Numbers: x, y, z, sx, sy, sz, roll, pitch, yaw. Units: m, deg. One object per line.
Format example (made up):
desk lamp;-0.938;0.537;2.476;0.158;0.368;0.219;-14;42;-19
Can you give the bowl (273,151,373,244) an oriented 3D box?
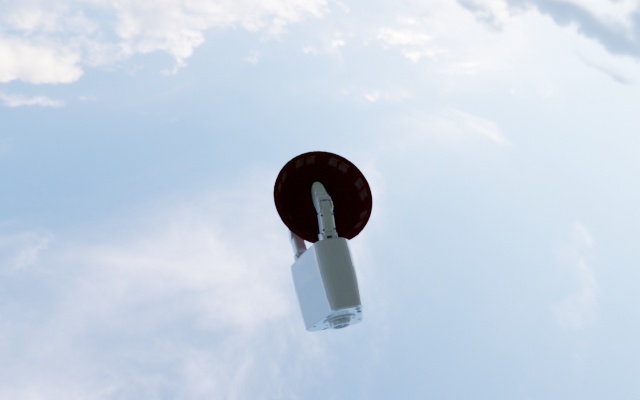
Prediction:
bowl;0.000;0.001;0.775;0.162;0.162;0.055;0;-21;-14
